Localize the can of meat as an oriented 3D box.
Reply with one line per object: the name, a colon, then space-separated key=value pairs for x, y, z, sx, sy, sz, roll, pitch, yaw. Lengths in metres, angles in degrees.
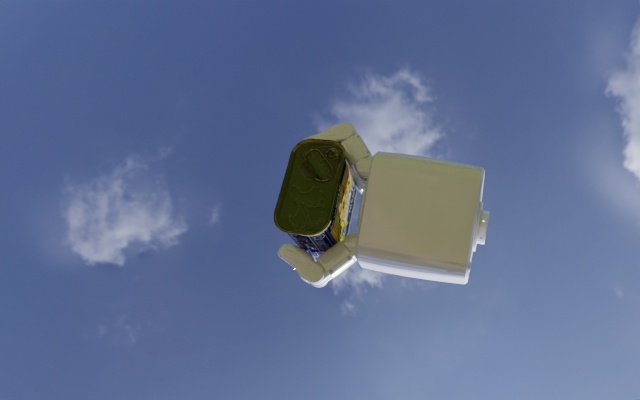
can of meat: x=0.000 y=0.002 z=0.493 sx=0.057 sy=0.102 sz=0.084 roll=6 pitch=-22 yaw=19
